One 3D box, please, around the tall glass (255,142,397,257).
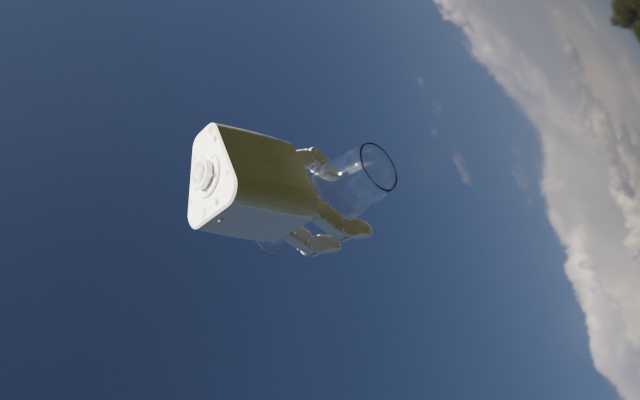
[{"bbox_3d":[0.000,0.002,0.600,0.079,0.079,0.201,0,-24,-47],"label":"tall glass"}]
